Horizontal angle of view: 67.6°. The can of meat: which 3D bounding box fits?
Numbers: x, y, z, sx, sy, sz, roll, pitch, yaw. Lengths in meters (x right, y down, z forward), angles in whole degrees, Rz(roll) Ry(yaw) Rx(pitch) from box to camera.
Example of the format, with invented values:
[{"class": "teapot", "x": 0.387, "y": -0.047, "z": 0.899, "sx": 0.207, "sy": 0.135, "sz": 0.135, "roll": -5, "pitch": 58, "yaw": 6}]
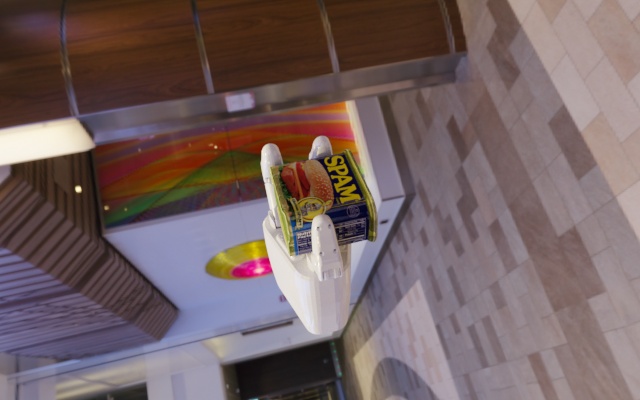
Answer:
[{"class": "can of meat", "x": 0.000, "y": 0.002, "z": 0.469, "sx": 0.084, "sy": 0.057, "sz": 0.102, "roll": -12, "pitch": 45, "yaw": -8}]
